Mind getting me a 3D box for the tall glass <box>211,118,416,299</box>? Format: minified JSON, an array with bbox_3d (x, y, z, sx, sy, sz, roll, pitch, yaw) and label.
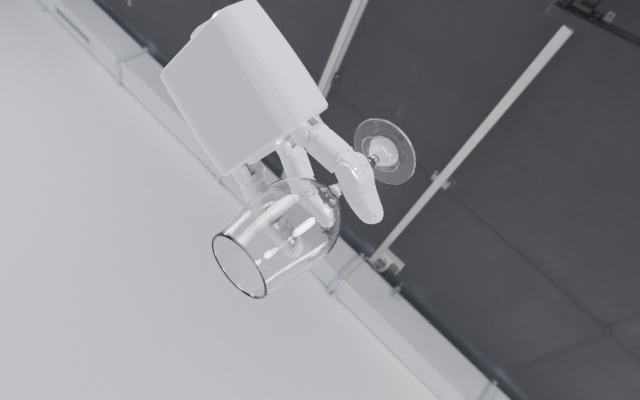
[{"bbox_3d":[0.001,0.001,0.425,0.079,0.079,0.201,0,31,48],"label":"tall glass"}]
